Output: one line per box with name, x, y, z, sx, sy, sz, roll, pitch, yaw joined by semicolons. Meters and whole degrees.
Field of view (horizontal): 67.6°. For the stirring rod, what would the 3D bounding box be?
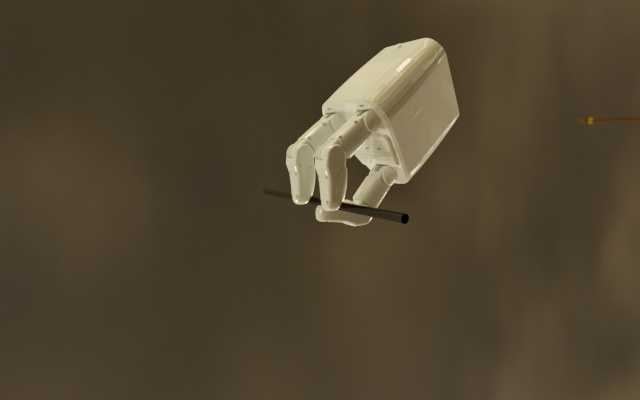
stirring rod;0.000;0.002;0.467;0.011;0.011;0.239;0;6;-33
